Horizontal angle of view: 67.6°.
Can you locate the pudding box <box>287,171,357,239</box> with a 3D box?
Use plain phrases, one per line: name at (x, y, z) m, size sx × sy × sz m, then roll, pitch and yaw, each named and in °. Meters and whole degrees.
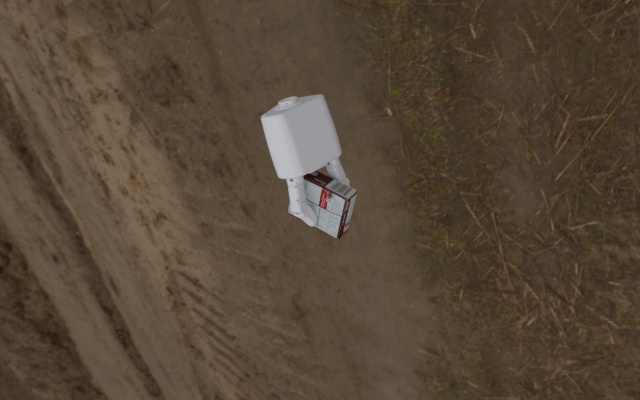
pudding box at (0.000, 0.003, 0.822) m, size 0.113 × 0.090 × 0.039 m, roll 28°, pitch 40°, yaw 22°
